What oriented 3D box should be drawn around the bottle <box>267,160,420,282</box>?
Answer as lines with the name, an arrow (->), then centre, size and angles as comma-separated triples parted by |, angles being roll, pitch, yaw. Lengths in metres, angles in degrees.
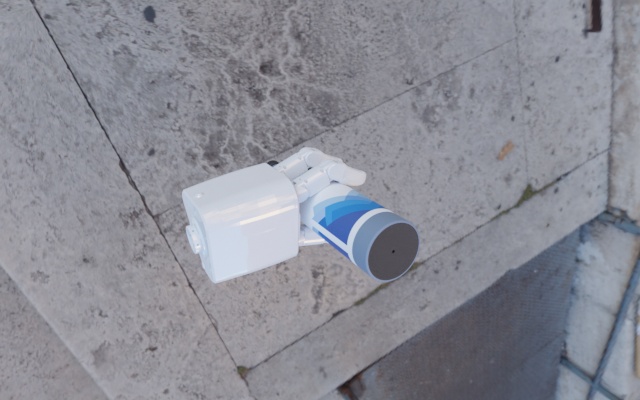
bottle -> 0.000, 0.002, 0.585 | 0.069, 0.069, 0.295 | 0, 19, -31
